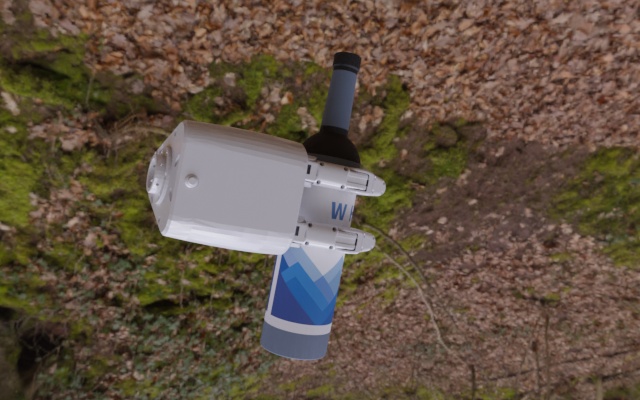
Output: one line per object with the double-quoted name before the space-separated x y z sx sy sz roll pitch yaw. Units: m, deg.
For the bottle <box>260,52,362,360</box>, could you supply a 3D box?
"bottle" 0.000 0.002 0.473 0.069 0.295 0.069 11 0 0
